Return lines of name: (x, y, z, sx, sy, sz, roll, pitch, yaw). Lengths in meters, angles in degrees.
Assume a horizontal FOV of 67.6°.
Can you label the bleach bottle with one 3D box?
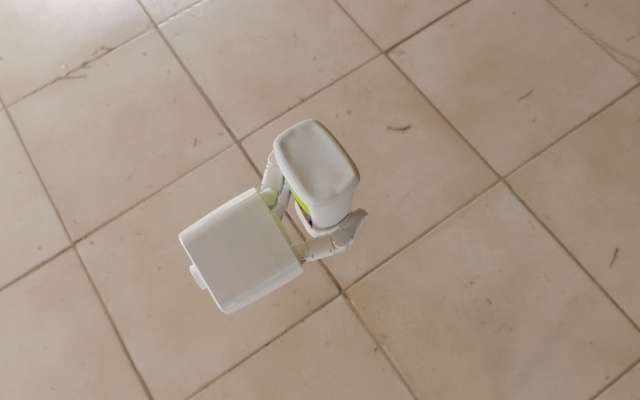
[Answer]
bleach bottle: (0.000, 0.002, 0.607, 0.068, 0.102, 0.251, -31, -20, -8)
